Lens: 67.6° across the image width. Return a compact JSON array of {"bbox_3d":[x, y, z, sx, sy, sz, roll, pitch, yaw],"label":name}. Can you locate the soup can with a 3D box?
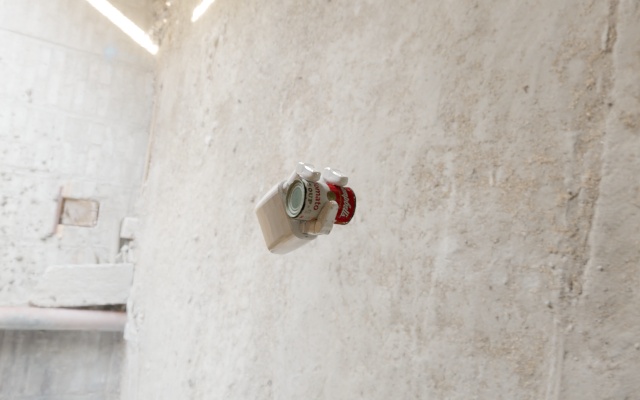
[{"bbox_3d":[0.000,0.003,0.806,0.102,0.068,0.068,9,-5,-31],"label":"soup can"}]
